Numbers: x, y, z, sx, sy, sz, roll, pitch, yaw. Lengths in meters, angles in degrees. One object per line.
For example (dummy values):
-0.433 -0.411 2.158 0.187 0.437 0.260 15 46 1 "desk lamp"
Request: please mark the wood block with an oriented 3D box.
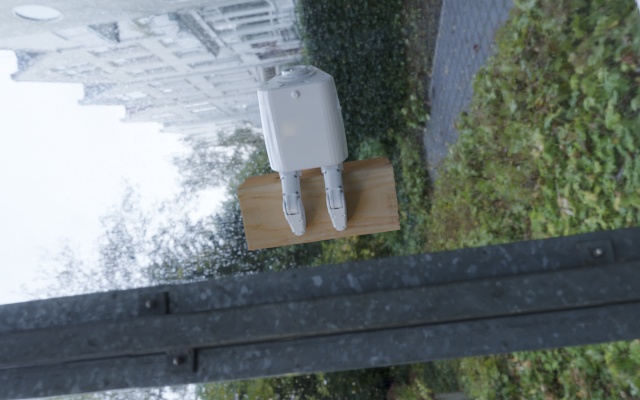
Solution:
0.000 0.002 0.670 0.206 0.090 0.090 -8 13 5 "wood block"
